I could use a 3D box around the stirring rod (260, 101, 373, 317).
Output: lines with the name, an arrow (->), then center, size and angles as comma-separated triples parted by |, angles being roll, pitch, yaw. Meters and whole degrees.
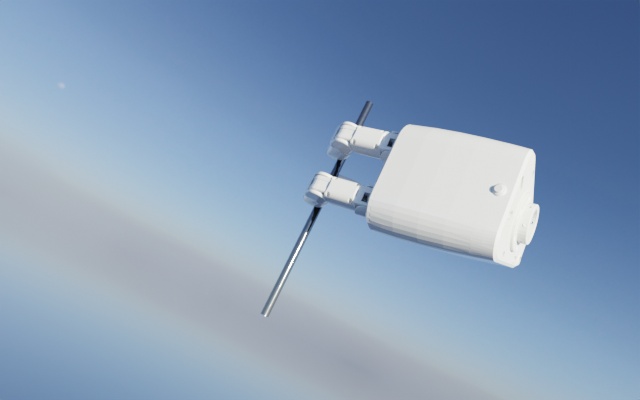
stirring rod -> 0.000, 0.002, 0.469 | 0.011, 0.239, 0.011 | 24, -16, 7
